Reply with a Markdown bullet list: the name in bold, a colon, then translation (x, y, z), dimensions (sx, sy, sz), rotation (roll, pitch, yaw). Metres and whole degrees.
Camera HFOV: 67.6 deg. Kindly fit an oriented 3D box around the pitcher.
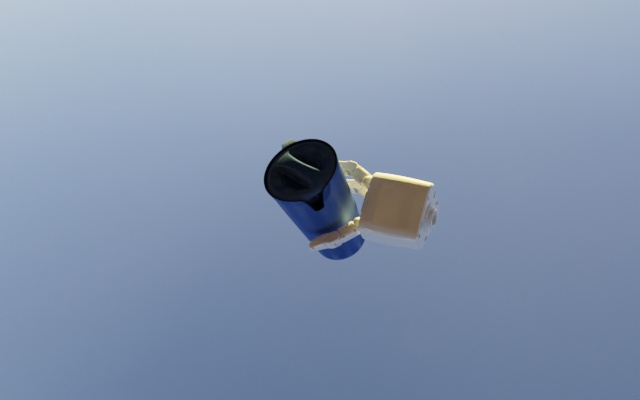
- **pitcher**: translation (0.000, 0.003, 0.891), dimensions (0.145, 0.149, 0.243), rotation (9, -30, 28)
